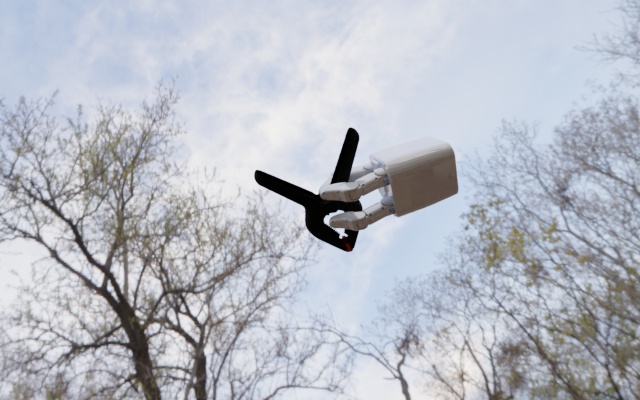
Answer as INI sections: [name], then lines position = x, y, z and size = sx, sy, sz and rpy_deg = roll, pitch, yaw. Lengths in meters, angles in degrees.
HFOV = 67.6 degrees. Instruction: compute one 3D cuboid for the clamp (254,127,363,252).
[clamp]
position = 0.000, 0.002, 0.743
size = 0.164, 0.210, 0.036
rpy_deg = -18, 34, -1
